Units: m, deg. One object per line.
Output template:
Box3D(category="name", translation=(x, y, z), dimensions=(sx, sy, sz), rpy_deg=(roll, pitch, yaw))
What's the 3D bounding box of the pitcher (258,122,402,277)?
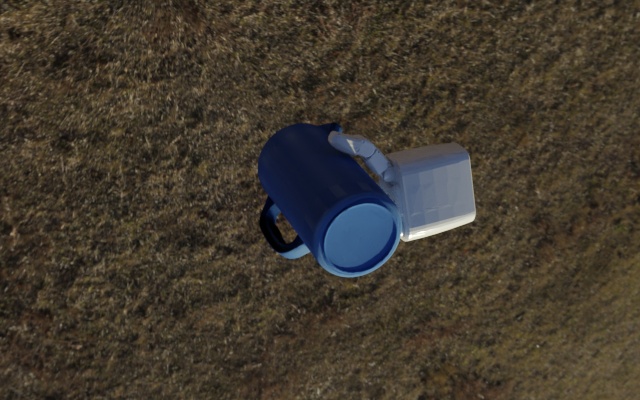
Box3D(category="pitcher", translation=(0.000, 0.002, 0.626), dimensions=(0.145, 0.149, 0.242), rpy_deg=(-11, 27, -15))
